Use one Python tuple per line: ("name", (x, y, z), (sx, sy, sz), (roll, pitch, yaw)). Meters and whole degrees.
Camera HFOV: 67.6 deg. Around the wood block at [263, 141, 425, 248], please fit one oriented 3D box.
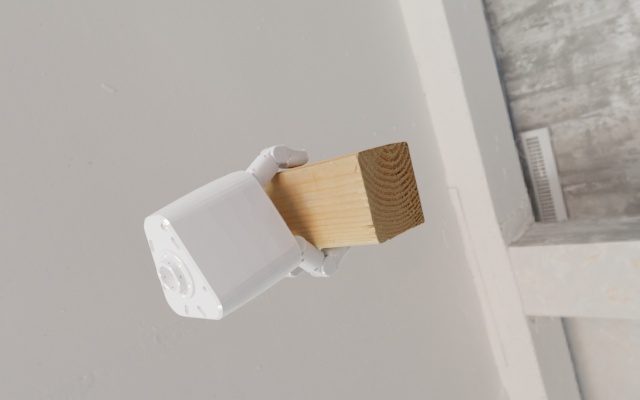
("wood block", (0.000, 0.002, 0.542), (0.206, 0.091, 0.090), (-9, 6, 44))
